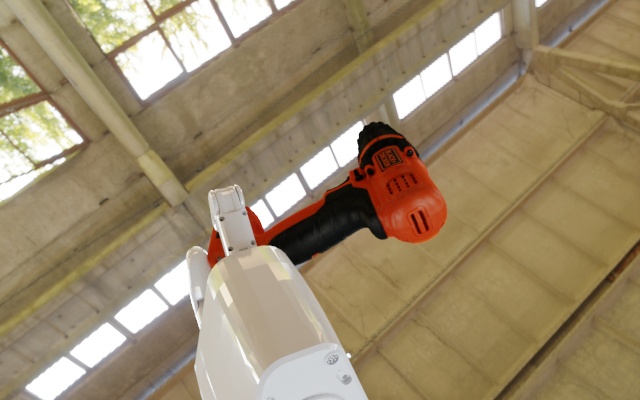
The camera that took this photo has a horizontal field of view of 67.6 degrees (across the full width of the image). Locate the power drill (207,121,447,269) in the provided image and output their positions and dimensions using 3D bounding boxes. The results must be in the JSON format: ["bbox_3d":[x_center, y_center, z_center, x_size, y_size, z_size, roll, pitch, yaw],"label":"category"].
[{"bbox_3d":[0.000,0.002,0.414,0.187,0.057,0.184,-26,24,8],"label":"power drill"}]
